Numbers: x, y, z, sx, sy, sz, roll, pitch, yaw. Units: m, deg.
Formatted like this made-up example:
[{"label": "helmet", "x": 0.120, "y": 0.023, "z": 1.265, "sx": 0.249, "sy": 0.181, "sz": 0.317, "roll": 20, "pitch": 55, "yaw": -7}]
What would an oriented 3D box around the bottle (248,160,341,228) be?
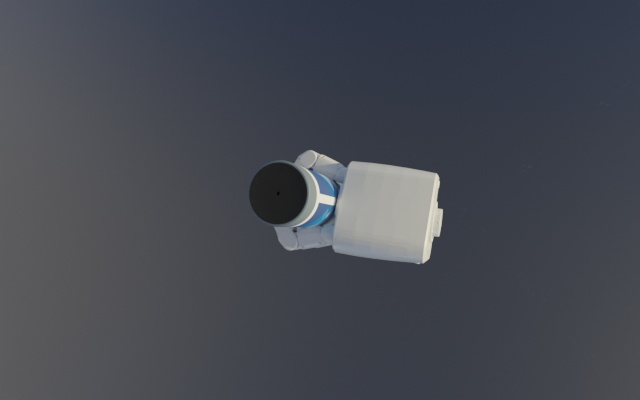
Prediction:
[{"label": "bottle", "x": 0.000, "y": 0.002, "z": 0.612, "sx": 0.069, "sy": 0.069, "sz": 0.296, "roll": 0, "pitch": -4, "yaw": 17}]
